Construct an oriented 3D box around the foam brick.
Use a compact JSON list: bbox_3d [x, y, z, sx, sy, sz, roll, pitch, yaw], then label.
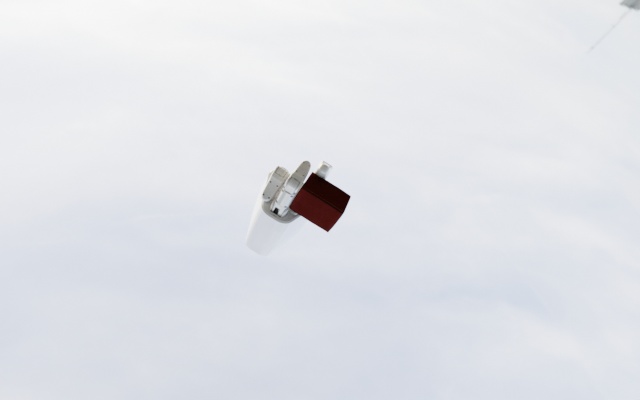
[{"bbox_3d":[0.000,0.003,0.766,0.078,0.051,0.053,32,36,-1],"label":"foam brick"}]
